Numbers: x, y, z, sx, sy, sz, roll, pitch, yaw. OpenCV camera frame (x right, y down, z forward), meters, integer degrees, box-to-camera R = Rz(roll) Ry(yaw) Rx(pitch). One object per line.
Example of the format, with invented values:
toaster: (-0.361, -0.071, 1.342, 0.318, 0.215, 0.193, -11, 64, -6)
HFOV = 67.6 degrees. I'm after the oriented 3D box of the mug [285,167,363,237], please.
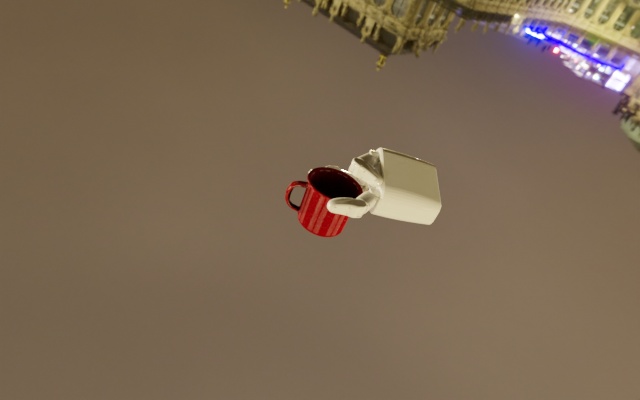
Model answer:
mug: (-0.001, 0.002, 0.771, 0.117, 0.081, 0.093, 13, 35, -13)
